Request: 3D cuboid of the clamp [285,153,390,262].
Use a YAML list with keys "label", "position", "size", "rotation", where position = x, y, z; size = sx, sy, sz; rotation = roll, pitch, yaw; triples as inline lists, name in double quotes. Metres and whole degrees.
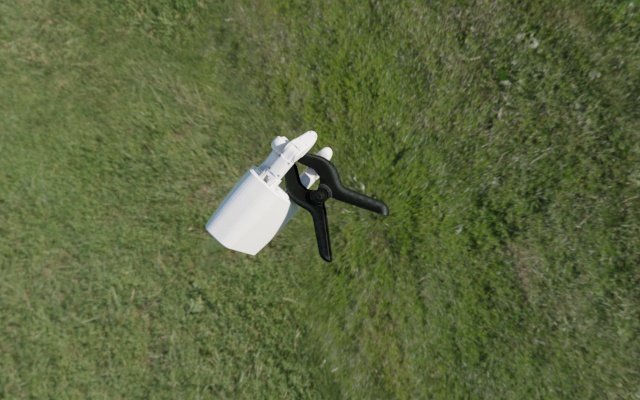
- label: "clamp"
  position: [0.000, 0.002, 0.689]
  size: [0.171, 0.120, 0.039]
  rotation: [42, 3, 6]
